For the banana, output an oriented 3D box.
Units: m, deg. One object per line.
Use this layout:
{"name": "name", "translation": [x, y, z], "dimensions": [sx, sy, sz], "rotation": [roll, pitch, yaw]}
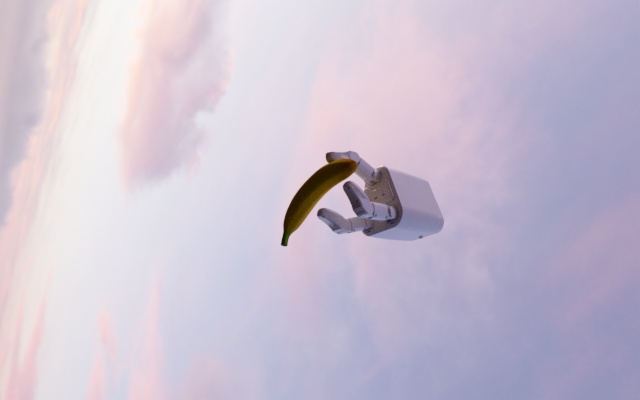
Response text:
{"name": "banana", "translation": [-0.006, -0.009, 0.756], "dimensions": [0.037, 0.069, 0.198], "rotation": [15, -51, -33]}
